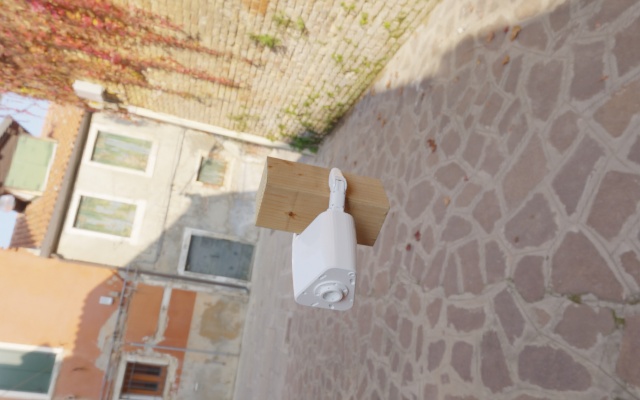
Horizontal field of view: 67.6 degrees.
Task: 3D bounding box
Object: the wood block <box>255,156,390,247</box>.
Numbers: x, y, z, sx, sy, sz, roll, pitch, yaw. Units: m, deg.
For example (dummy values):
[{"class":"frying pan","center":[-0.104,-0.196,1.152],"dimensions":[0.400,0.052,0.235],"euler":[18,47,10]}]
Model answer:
[{"class":"wood block","center":[0.000,0.003,0.810],"dimensions":[0.206,0.091,0.090],"euler":[11,32,-13]}]
